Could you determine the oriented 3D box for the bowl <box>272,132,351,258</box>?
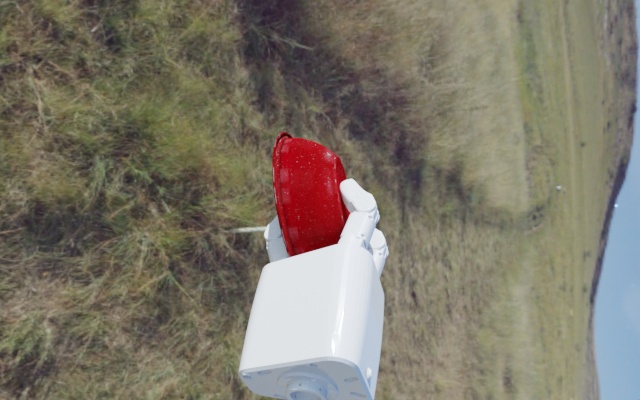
[{"bbox_3d":[0.000,0.000,0.512,0.055,0.162,0.162,-10,-2,11],"label":"bowl"}]
